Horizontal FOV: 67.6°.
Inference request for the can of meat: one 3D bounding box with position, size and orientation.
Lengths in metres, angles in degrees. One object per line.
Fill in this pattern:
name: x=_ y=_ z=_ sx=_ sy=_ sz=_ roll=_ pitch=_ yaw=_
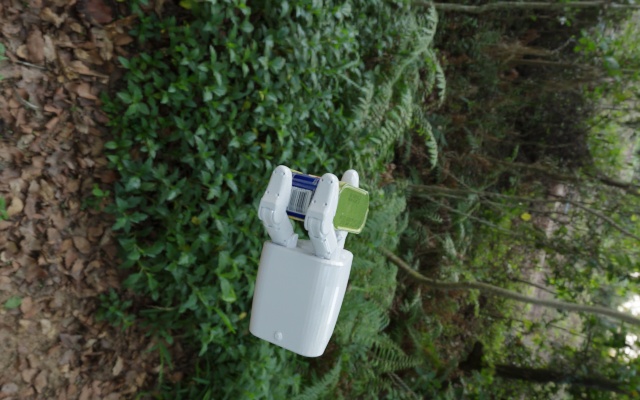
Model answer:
can of meat: x=0.000 y=0.002 z=0.545 sx=0.084 sy=0.057 sz=0.102 roll=14 pitch=0 yaw=26
